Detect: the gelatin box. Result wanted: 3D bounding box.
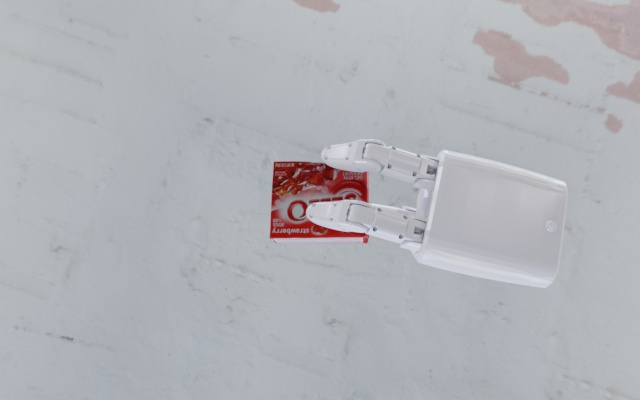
[{"bbox_3d":[0.000,0.002,0.438,0.089,0.073,0.030,0,-16,6],"label":"gelatin box"}]
